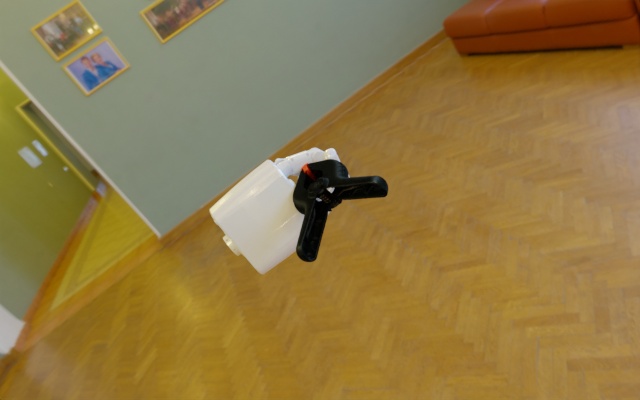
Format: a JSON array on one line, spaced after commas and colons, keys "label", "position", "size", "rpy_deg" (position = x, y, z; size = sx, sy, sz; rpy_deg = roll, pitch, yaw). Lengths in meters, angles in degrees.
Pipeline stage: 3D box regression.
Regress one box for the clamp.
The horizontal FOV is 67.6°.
[{"label": "clamp", "position": [0.000, 0.001, 0.558], "size": [0.120, 0.039, 0.171], "rpy_deg": [-41, 23, -5]}]
